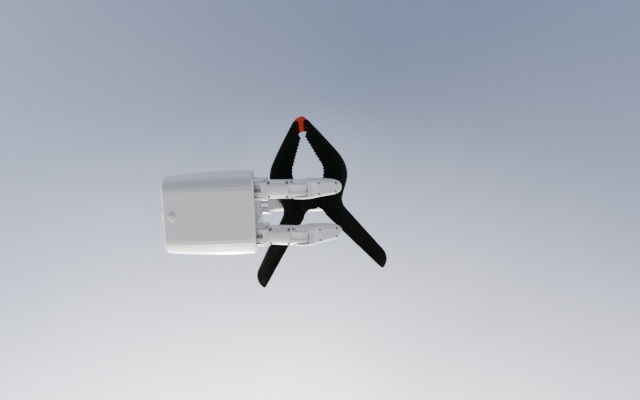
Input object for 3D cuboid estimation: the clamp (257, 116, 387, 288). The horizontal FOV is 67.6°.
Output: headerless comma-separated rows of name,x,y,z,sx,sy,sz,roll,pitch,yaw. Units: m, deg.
clamp,0.000,0.001,0.592,0.164,0.210,0.036,-2,9,-5
